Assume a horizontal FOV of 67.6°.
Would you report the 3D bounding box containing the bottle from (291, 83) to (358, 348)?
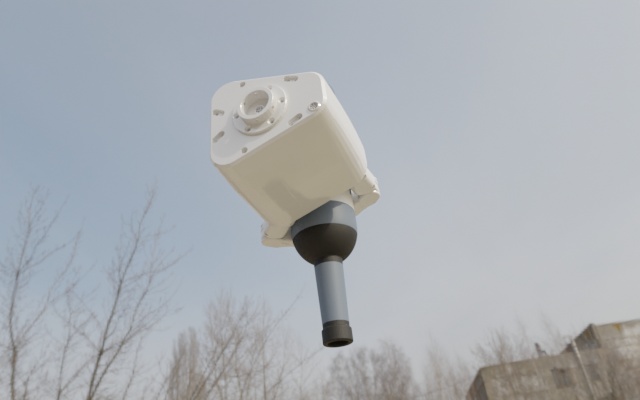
[{"bbox_3d":[0.000,0.001,0.497,0.069,0.295,0.069,-5,-31,-3],"label":"bottle"}]
